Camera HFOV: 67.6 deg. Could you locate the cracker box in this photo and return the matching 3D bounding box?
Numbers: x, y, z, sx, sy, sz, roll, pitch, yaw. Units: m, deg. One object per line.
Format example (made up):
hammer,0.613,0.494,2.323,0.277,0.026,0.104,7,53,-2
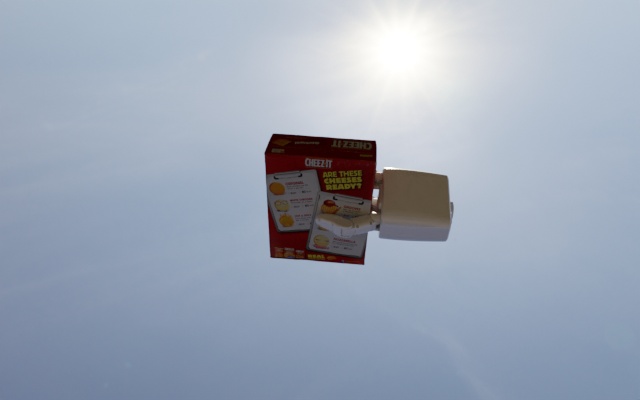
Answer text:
cracker box,0.000,0.003,0.768,0.164,0.214,0.072,4,38,3
